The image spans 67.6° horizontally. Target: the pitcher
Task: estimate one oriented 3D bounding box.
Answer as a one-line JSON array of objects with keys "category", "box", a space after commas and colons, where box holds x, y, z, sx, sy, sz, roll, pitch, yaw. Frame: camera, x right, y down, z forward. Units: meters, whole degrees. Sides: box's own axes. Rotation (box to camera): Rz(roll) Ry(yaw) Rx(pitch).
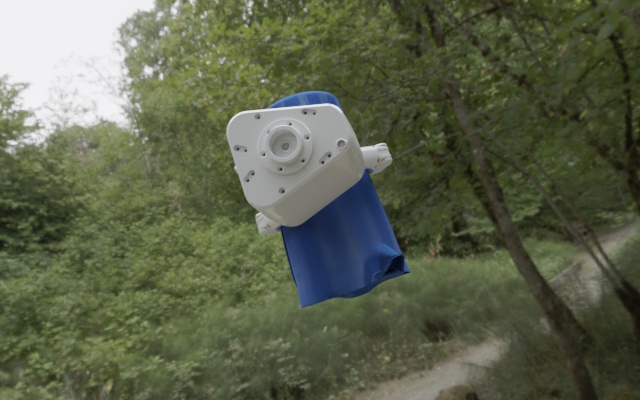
[{"category": "pitcher", "box": [0.000, 0.002, 0.584, 0.149, 0.242, 0.145, -20, -12, 7]}]
